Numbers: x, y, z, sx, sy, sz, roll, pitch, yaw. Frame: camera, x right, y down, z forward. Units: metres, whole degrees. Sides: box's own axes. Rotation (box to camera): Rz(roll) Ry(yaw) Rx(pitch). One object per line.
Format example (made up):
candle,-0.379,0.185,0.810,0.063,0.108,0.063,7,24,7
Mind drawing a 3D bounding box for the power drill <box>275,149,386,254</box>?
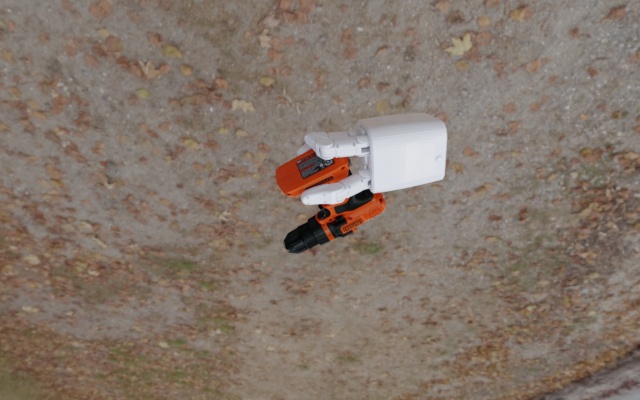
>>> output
power drill,0.000,0.002,0.740,0.184,0.057,0.188,-29,-34,3
